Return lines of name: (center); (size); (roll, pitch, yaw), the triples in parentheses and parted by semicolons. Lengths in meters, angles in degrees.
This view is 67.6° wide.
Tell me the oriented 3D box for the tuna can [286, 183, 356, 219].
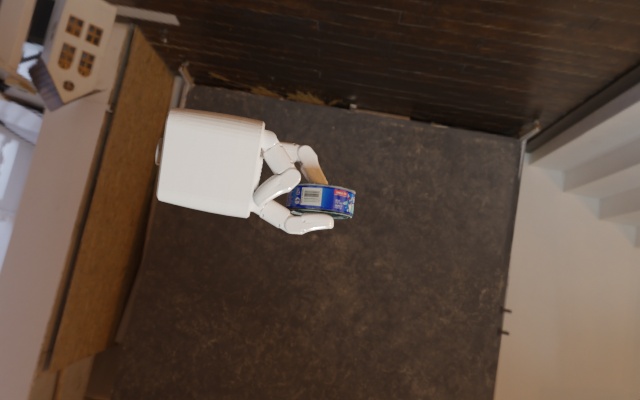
tuna can: (0.000, 0.003, 0.603); (0.086, 0.033, 0.086); (6, -8, 1)
